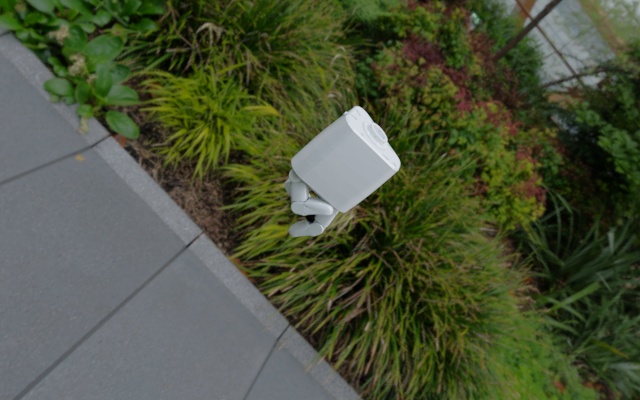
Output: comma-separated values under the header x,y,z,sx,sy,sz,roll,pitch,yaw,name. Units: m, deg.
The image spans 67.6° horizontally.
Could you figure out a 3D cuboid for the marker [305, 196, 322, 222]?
x,y,z,sx,sy,sz,roll,pitch,yaw,name
0.000,0.003,0.769,0.020,0.020,0.121,0,23,17,marker
